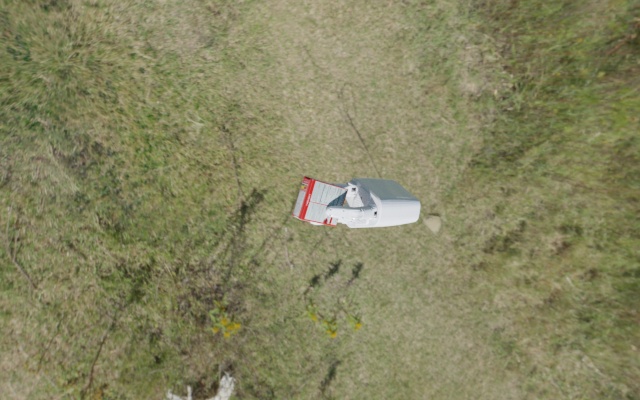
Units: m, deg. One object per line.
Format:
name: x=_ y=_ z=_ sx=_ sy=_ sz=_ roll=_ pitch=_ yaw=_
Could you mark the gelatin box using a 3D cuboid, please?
gelatin box: x=0.000 y=0.003 z=0.848 sx=0.089 sy=0.073 sz=0.030 roll=14 pitch=6 yaw=-41
